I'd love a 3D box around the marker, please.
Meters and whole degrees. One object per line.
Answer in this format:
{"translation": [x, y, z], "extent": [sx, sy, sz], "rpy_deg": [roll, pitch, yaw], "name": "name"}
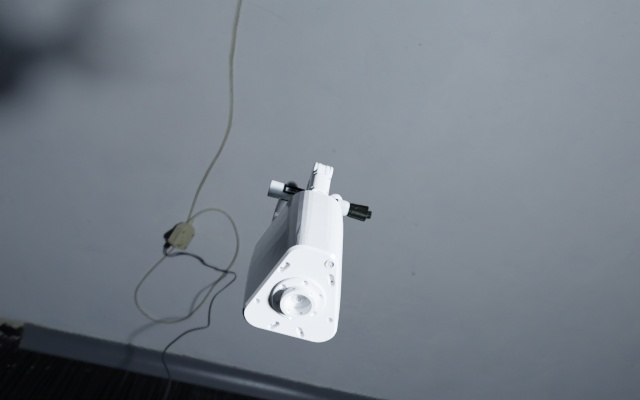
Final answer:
{"translation": [0.000, 0.002, 0.544], "extent": [0.121, 0.020, 0.020], "rpy_deg": [15, -2, -6], "name": "marker"}
